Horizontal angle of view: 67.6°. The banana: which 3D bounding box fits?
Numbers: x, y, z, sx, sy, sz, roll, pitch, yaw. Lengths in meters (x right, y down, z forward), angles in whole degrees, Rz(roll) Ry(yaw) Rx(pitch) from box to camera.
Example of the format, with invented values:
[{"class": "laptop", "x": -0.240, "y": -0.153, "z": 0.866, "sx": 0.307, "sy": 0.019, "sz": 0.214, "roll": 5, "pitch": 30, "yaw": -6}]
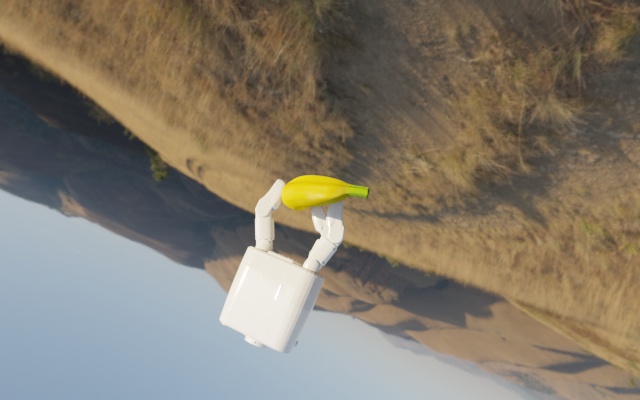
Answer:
[{"class": "banana", "x": -0.015, "y": -0.005, "z": 0.609, "sx": 0.069, "sy": 0.037, "sz": 0.198, "roll": 23, "pitch": -11, "yaw": -20}]
